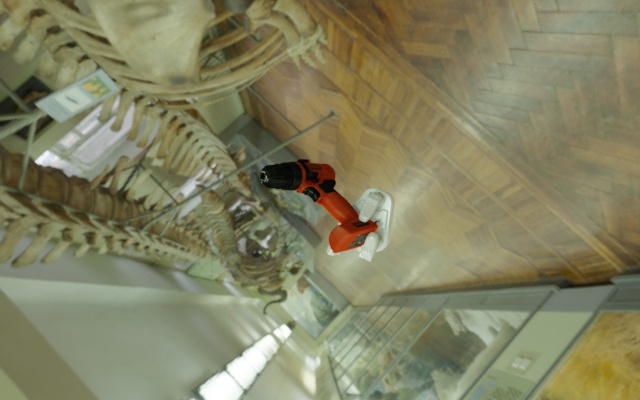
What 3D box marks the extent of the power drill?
[{"bbox_3d":[0.001,0.003,0.831,0.184,0.187,0.057,-7,-38,-51],"label":"power drill"}]
